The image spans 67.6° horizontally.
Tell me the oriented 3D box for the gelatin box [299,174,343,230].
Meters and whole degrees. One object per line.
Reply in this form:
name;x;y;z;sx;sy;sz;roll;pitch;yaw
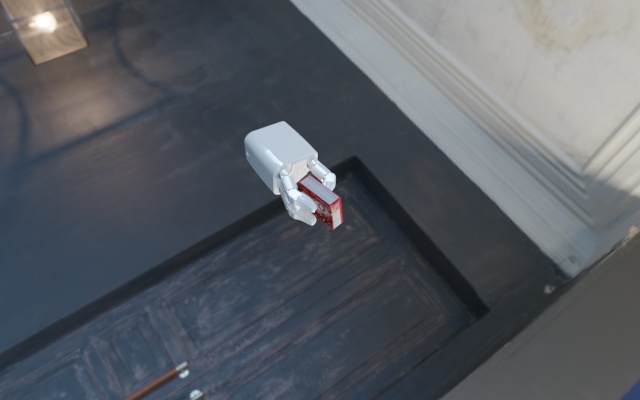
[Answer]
gelatin box;0.001;0.003;0.895;0.030;0.073;0.089;-38;56;-23
